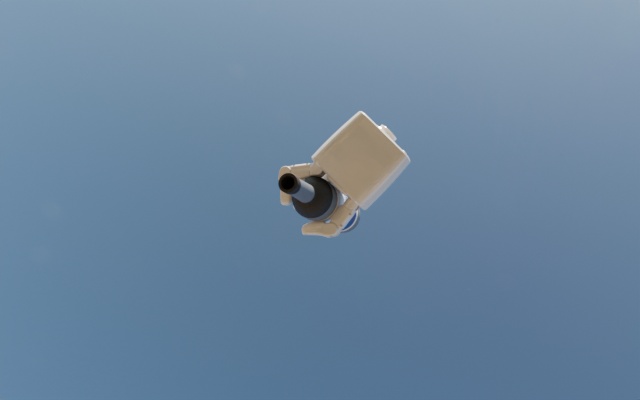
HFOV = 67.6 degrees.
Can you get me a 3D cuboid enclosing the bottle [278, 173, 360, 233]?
[{"bbox_3d":[0.000,0.003,0.762,0.069,0.069,0.296,0,-10,17],"label":"bottle"}]
